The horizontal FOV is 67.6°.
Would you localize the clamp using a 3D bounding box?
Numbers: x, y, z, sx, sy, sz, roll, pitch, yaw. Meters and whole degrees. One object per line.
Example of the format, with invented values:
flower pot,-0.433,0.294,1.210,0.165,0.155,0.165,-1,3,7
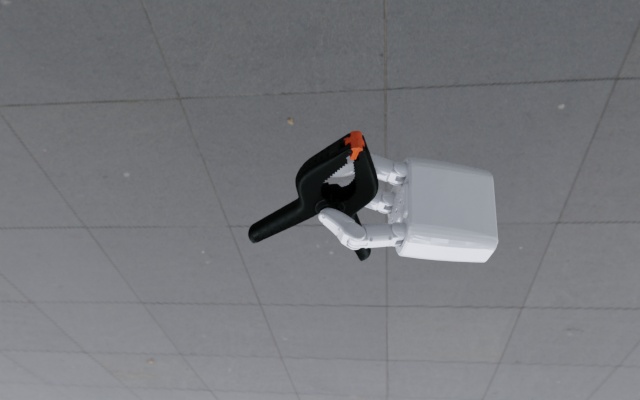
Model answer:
clamp,0.000,0.002,0.564,0.164,0.036,0.210,5,-41,-7
